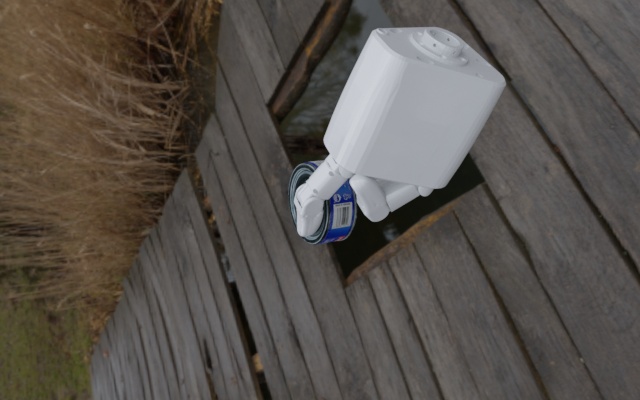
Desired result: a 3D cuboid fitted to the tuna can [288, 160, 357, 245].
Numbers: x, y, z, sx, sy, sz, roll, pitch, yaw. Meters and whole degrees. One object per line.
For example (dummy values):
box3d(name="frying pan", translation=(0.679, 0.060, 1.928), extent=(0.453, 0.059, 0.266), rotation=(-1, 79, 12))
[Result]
box3d(name="tuna can", translation=(0.000, 0.002, 0.489), extent=(0.034, 0.086, 0.086), rotation=(-8, 4, -30))
